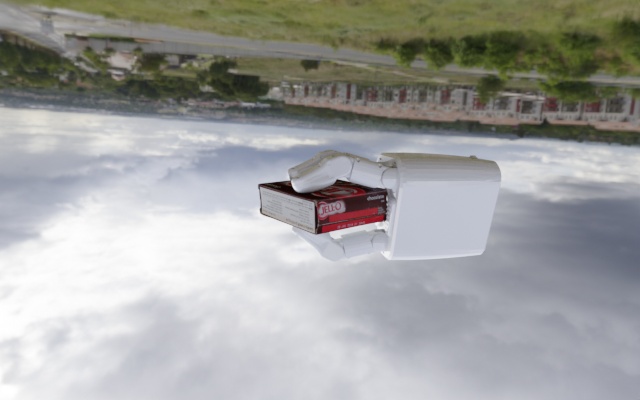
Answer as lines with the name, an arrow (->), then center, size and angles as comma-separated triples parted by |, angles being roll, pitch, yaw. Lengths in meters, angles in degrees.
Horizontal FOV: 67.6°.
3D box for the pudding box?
pudding box -> 0.000, 0.002, 0.499 | 0.090, 0.039, 0.113 | -7, 12, -35
